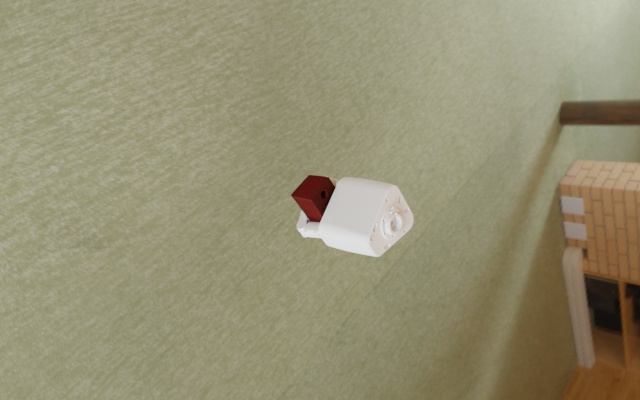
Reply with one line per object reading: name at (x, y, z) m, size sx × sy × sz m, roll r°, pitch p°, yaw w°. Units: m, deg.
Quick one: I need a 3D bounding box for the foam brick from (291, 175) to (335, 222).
foam brick at (0.000, 0.002, 0.801) m, size 0.051 × 0.053 × 0.078 m, roll 10°, pitch -36°, yaw 47°
